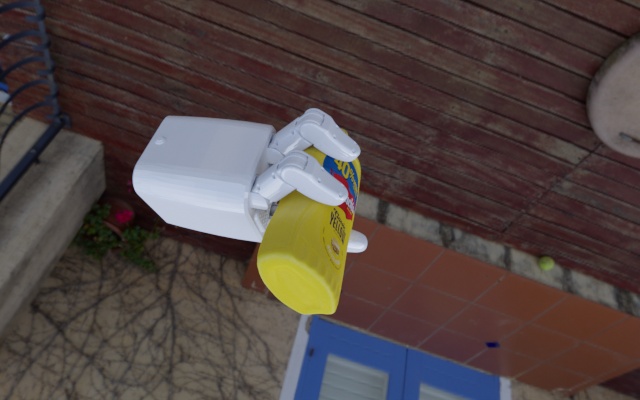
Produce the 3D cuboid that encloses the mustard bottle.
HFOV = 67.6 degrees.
[{"bbox_3d":[0.000,0.002,0.447,0.058,0.191,0.096,-8,-44,26],"label":"mustard bottle"}]
